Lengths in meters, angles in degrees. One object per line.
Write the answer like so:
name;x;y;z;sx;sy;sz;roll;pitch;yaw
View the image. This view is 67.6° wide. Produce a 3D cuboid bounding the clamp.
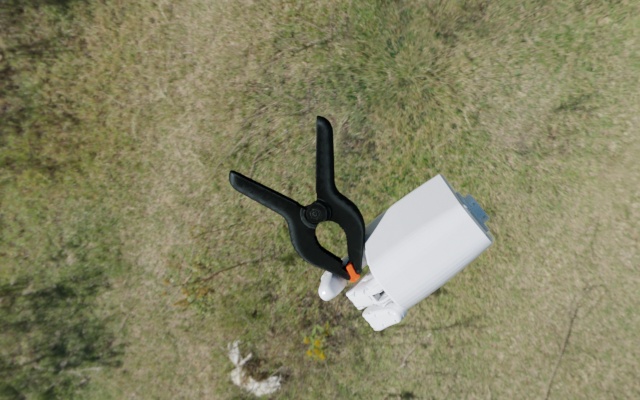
clamp;0.000;0.002;0.495;0.120;0.171;0.039;-40;5;12
